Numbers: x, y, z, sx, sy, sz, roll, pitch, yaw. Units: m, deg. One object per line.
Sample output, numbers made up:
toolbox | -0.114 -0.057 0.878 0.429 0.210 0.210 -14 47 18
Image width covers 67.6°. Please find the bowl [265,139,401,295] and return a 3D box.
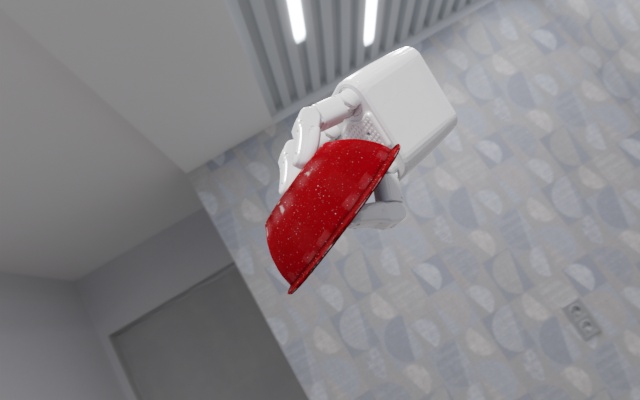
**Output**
bowl | -0.001 0.002 0.418 0.055 0.162 0.162 36 0 0
